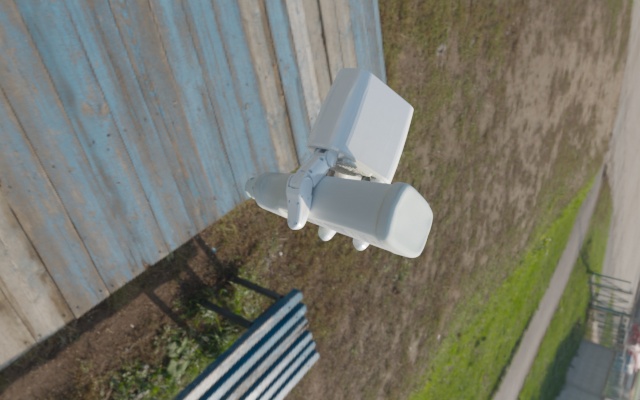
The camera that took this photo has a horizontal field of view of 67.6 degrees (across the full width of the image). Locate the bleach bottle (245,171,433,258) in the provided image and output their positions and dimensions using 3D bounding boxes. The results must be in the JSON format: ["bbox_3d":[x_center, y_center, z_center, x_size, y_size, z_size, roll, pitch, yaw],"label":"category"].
[{"bbox_3d":[0.000,0.002,0.574,0.251,0.068,0.103,13,-13,37],"label":"bleach bottle"}]
